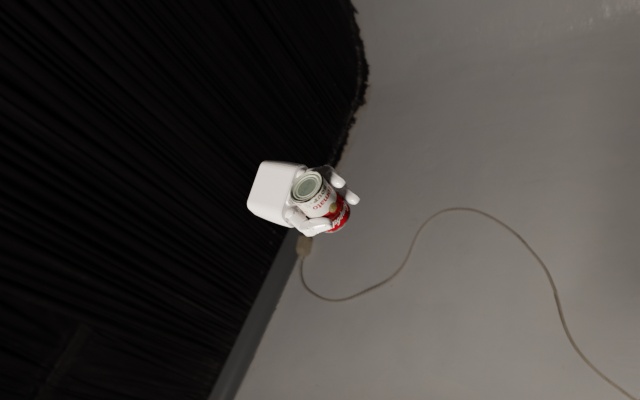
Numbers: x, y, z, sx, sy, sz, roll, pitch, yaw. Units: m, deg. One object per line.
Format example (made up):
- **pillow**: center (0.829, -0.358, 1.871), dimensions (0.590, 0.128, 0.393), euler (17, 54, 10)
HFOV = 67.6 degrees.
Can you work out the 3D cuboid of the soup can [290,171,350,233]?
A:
- **soup can**: center (0.000, 0.003, 0.845), dimensions (0.068, 0.068, 0.102), euler (0, -33, 37)
